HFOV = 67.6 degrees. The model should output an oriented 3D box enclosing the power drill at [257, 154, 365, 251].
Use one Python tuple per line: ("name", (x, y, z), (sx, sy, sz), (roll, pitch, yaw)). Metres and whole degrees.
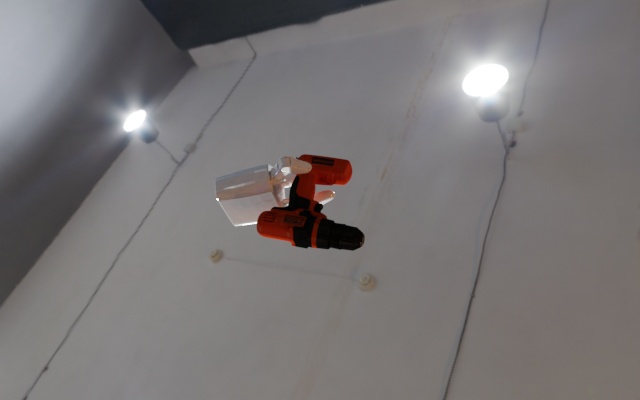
("power drill", (0.000, 0.002, 0.839), (0.184, 0.187, 0.057), (10, -43, 12))
